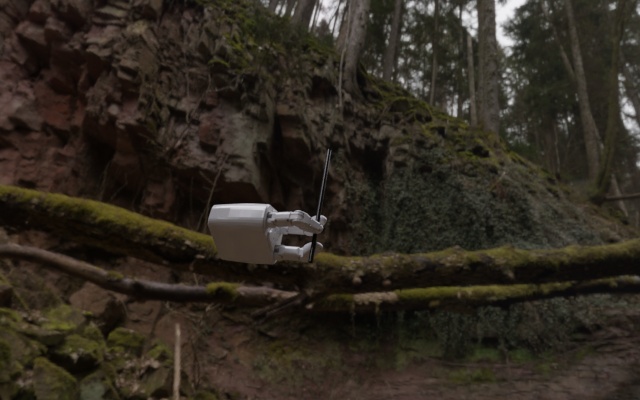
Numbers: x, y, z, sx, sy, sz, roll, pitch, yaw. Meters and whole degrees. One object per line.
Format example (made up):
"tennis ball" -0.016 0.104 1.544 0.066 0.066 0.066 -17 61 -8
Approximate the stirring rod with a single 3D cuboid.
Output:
"stirring rod" 0.000 0.003 0.865 0.011 0.239 0.011 7 -32 4
